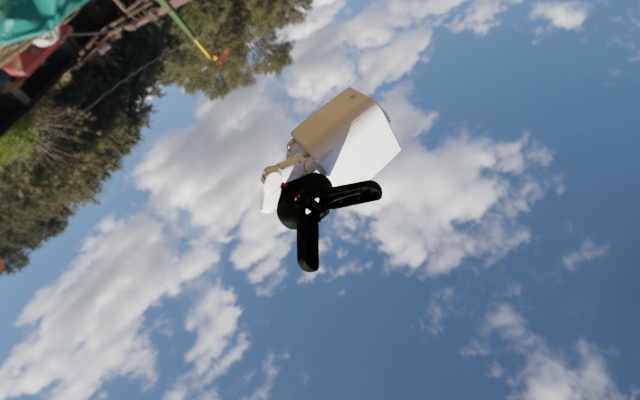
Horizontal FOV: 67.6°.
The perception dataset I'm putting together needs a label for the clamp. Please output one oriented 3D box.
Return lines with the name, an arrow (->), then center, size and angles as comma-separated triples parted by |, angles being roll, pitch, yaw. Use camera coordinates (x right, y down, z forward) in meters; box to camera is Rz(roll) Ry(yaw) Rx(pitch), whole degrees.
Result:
clamp -> 0.000, 0.002, 0.561 | 0.120, 0.039, 0.171 | -39, 32, -1
